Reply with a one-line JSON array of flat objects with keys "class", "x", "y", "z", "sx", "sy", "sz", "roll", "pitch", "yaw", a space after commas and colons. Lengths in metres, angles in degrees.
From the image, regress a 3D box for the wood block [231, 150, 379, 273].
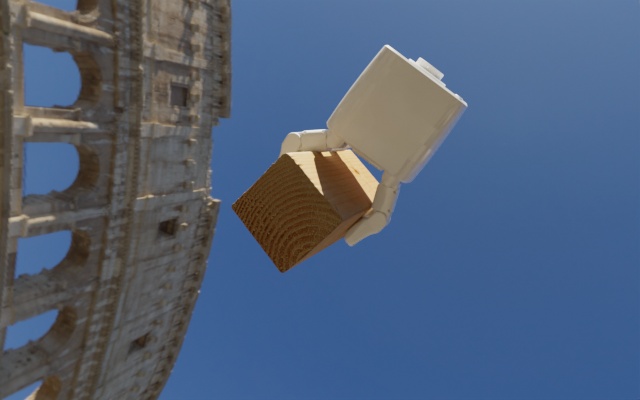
[{"class": "wood block", "x": 0.001, "y": 0.002, "z": 0.565, "sx": 0.090, "sy": 0.091, "sz": 0.206, "roll": -42, "pitch": -9, "yaw": 20}]
